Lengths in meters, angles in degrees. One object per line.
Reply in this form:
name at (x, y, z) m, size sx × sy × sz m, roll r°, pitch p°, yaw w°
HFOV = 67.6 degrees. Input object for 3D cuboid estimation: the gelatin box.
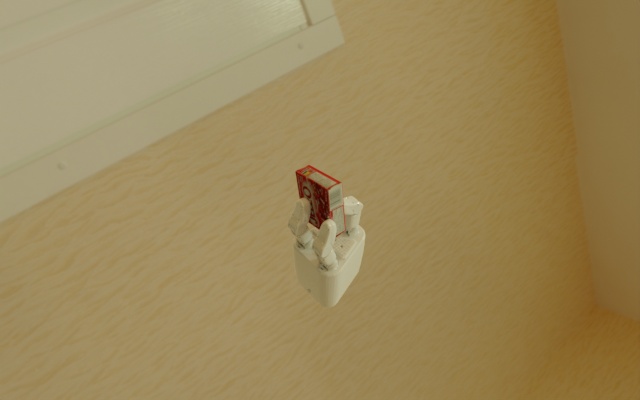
gelatin box at (0.000, 0.002, 0.692) m, size 0.030 × 0.089 × 0.073 m, roll -29°, pitch 41°, yaw -29°
